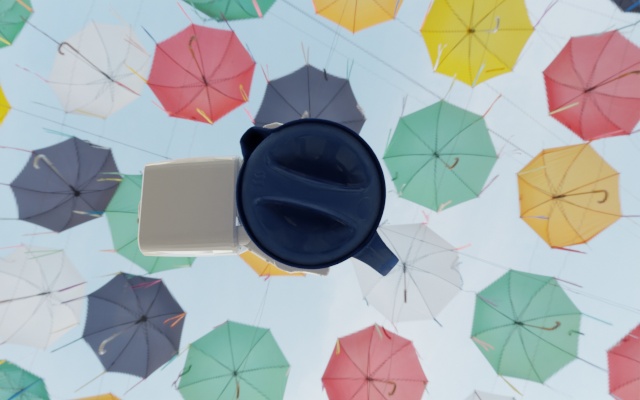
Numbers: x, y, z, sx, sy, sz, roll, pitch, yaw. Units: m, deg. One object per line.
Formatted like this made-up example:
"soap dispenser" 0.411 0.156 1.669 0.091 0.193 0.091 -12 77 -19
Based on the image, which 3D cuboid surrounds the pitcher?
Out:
"pitcher" 0.000 0.002 0.532 0.145 0.149 0.243 -4 0 1
